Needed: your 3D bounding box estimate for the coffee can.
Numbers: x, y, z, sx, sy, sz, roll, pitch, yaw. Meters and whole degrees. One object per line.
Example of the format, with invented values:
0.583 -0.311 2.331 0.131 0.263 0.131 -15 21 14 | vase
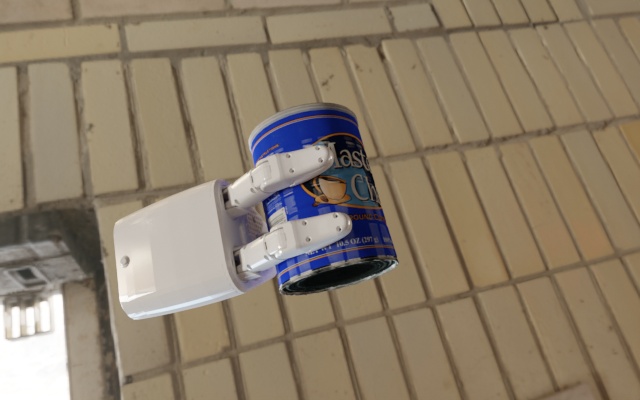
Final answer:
0.000 0.001 0.420 0.103 0.140 0.103 -13 -19 -4 | coffee can
